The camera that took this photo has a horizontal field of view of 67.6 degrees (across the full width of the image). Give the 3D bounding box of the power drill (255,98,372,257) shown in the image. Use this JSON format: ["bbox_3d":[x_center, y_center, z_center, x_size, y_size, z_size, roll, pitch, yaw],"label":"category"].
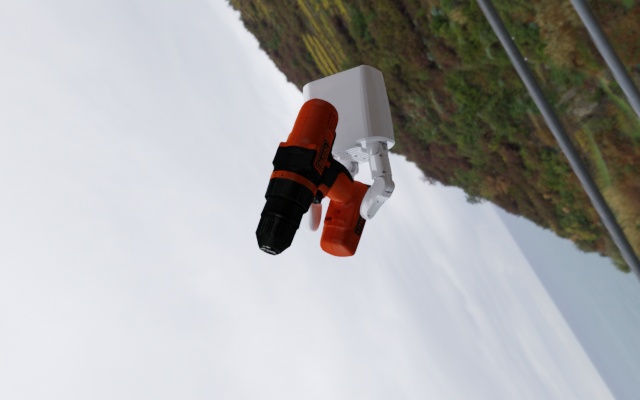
[{"bbox_3d":[0.000,0.002,0.571,0.057,0.184,0.188,11,-21,26],"label":"power drill"}]
